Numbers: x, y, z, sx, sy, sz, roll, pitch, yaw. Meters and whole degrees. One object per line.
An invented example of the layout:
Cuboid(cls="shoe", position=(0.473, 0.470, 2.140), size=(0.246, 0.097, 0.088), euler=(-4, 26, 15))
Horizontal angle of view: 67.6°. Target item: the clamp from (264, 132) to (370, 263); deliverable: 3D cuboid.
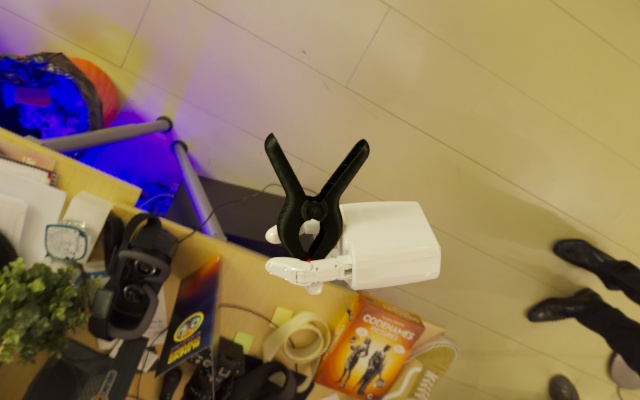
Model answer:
Cuboid(cls="clamp", position=(0.000, 0.002, 0.557), size=(0.120, 0.171, 0.039), euler=(-5, 21, -6))
